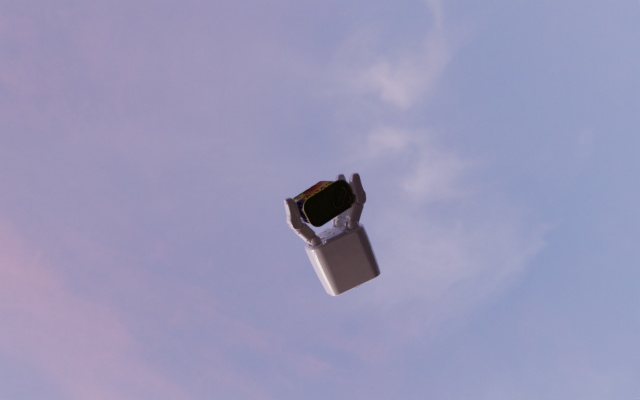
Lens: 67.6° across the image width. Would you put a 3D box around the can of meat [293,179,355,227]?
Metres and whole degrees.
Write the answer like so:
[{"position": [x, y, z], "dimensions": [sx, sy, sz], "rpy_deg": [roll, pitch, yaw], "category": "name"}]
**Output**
[{"position": [0.000, 0.003, 0.897], "dimensions": [0.102, 0.057, 0.084], "rpy_deg": [-32, 15, -19], "category": "can of meat"}]
